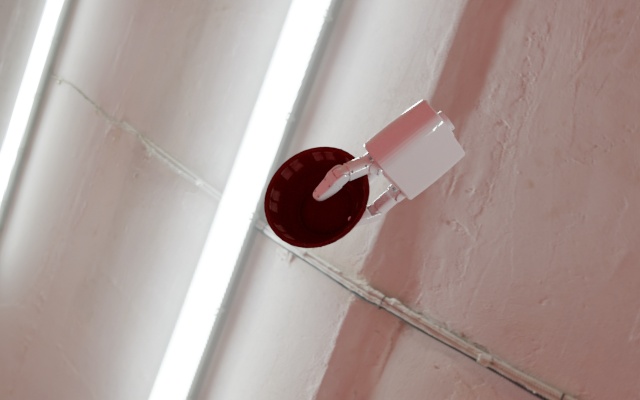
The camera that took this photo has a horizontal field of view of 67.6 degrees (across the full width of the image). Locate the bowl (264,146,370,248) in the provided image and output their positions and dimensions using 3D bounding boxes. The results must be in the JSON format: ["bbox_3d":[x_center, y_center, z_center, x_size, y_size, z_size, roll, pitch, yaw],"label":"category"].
[{"bbox_3d":[-0.001,0.003,0.711,0.162,0.162,0.055,0,-24,20],"label":"bowl"}]
